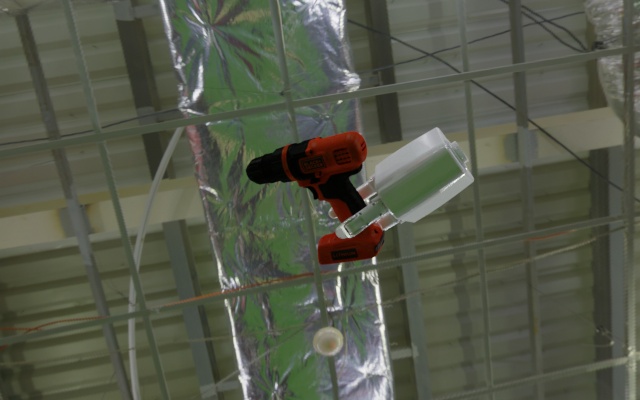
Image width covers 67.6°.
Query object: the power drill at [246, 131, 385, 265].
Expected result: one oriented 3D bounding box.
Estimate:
[{"bbox_3d":[0.001,0.003,0.683,0.184,0.188,0.057,-10,28,29],"label":"power drill"}]
